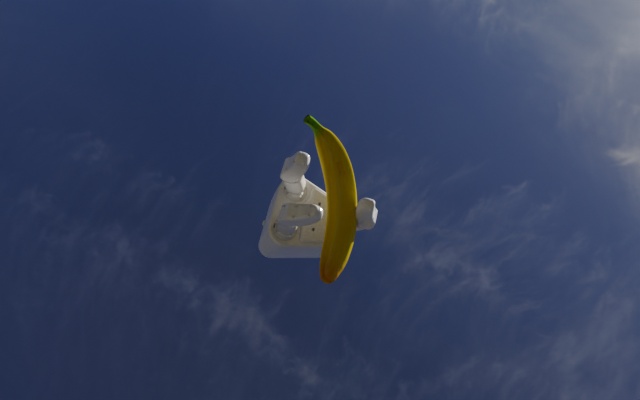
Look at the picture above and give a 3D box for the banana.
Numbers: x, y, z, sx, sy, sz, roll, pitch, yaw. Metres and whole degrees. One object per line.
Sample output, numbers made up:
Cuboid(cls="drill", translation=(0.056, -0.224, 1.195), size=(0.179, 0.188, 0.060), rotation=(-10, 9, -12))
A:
Cuboid(cls="banana", translation=(0.015, -0.001, 0.571), size=(0.069, 0.197, 0.037), rotation=(0, -14, -36))
